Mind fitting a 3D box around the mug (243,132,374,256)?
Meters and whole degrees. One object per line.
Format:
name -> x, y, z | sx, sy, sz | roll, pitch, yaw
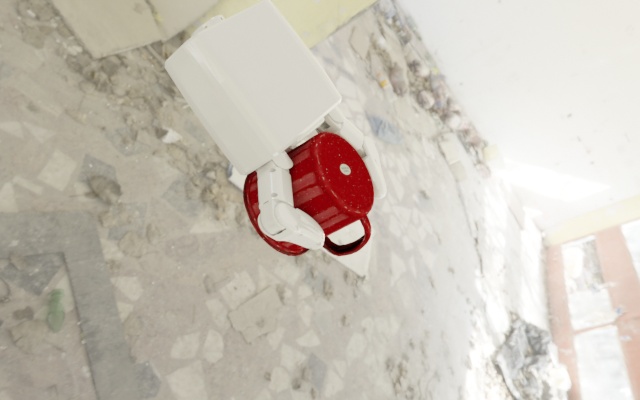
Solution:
mug -> 0.001, 0.002, 0.426 | 0.081, 0.117, 0.093 | -28, 16, 33
